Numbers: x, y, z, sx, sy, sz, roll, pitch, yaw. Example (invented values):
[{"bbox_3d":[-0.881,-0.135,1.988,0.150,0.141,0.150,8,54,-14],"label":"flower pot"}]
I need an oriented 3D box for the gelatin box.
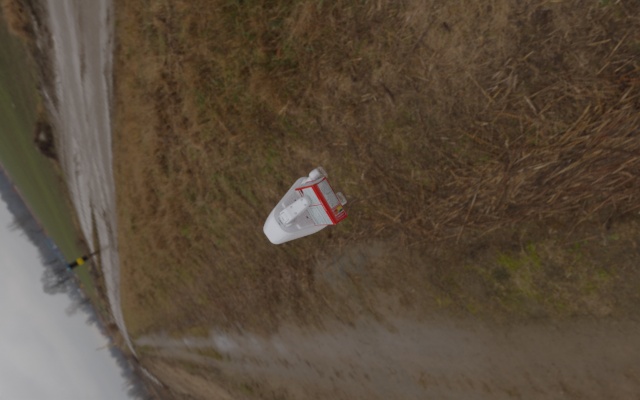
[{"bbox_3d":[0.000,0.003,0.779,0.030,0.073,0.089,-33,9,-20],"label":"gelatin box"}]
